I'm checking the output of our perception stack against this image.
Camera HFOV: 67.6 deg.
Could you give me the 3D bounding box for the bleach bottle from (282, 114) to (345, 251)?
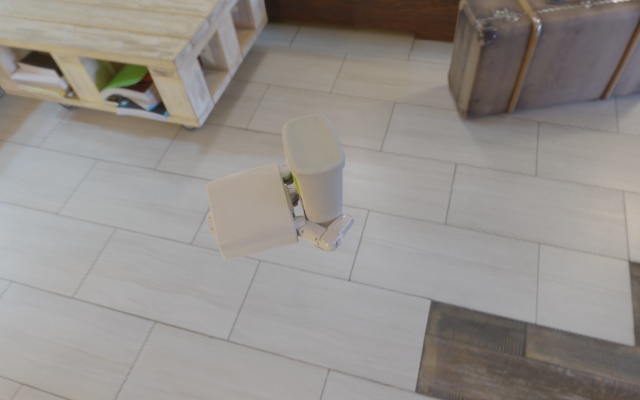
[{"bbox_3d":[0.000,0.002,0.675,0.068,0.102,0.251,-15,-37,-5],"label":"bleach bottle"}]
